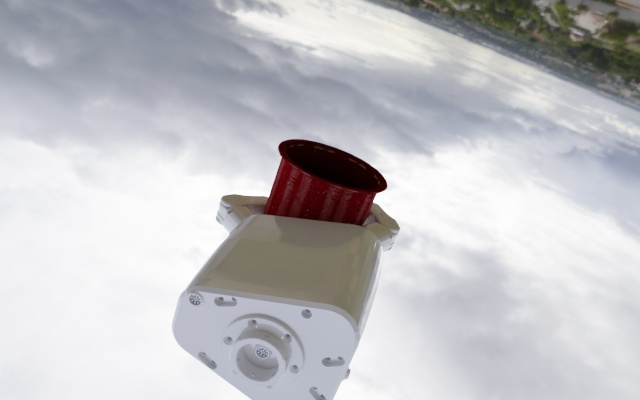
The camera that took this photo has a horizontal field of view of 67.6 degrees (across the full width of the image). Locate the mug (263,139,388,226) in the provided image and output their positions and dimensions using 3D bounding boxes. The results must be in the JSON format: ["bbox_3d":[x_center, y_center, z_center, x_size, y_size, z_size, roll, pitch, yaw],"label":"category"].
[{"bbox_3d":[0.000,0.001,0.409,0.093,0.081,0.117,23,22,5],"label":"mug"}]
